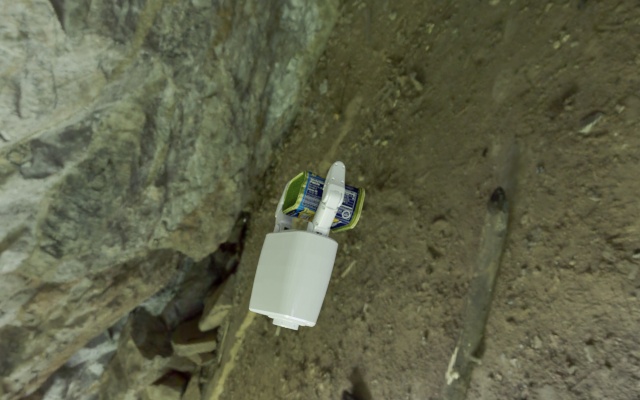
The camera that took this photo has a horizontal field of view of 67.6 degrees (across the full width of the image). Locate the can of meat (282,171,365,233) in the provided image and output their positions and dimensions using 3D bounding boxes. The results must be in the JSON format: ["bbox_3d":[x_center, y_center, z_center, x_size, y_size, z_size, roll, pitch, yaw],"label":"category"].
[{"bbox_3d":[0.000,0.002,0.648,0.084,0.057,0.102,18,-14,-14],"label":"can of meat"}]
